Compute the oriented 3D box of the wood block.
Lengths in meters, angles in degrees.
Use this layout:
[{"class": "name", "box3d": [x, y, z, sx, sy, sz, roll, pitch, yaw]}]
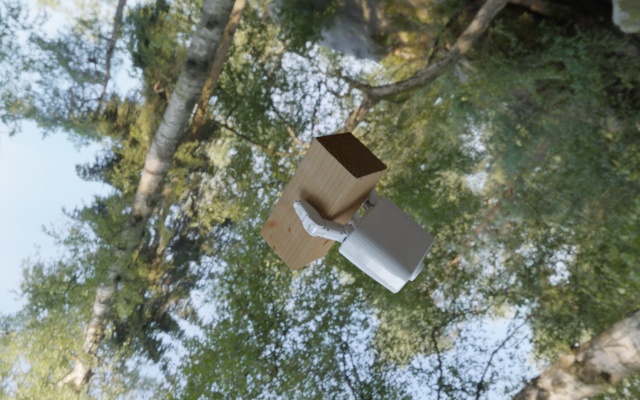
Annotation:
[{"class": "wood block", "box3d": [0.000, 0.003, 0.749, 0.090, 0.206, 0.091, 46, 36, 19]}]
